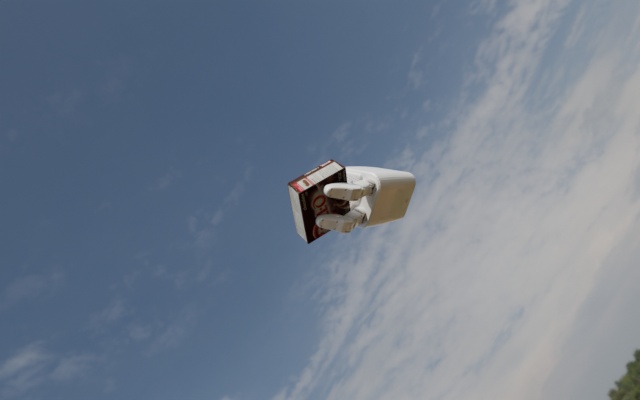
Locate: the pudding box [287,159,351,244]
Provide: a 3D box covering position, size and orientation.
[{"bbox_3d":[0.000,0.002,0.757,0.090,0.114,0.039,-31,44,-23],"label":"pudding box"}]
